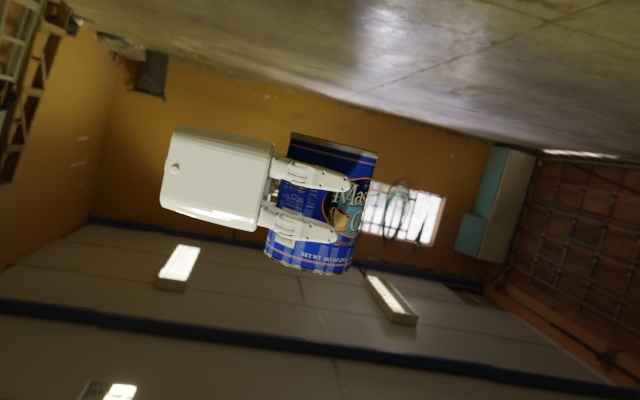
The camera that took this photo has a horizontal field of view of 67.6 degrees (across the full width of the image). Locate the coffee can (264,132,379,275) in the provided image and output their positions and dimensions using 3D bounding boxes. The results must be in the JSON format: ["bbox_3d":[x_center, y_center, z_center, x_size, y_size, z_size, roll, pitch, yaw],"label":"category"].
[{"bbox_3d":[0.000,0.002,0.548,0.103,0.140,0.103,14,7,-2],"label":"coffee can"}]
